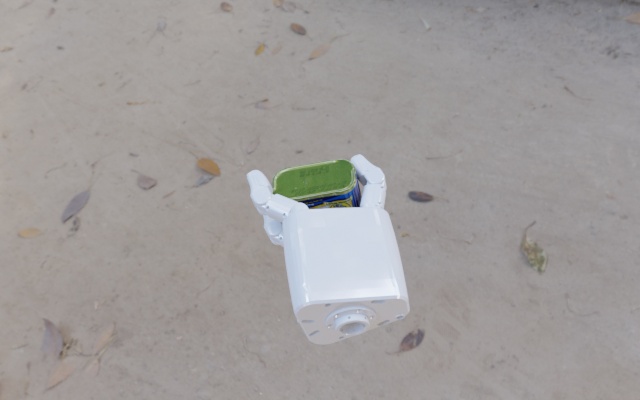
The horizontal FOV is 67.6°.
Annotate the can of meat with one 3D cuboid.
[{"bbox_3d":[0.000,0.002,0.563,0.102,0.057,0.084,-10,-40,7],"label":"can of meat"}]
